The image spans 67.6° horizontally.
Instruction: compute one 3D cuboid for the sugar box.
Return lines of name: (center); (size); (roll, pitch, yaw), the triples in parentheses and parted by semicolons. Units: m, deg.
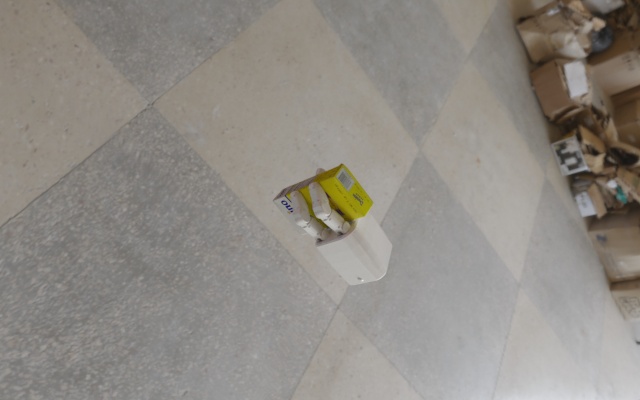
sugar box: (0.000, 0.003, 0.859); (0.176, 0.093, 0.048); (-22, 23, 45)
